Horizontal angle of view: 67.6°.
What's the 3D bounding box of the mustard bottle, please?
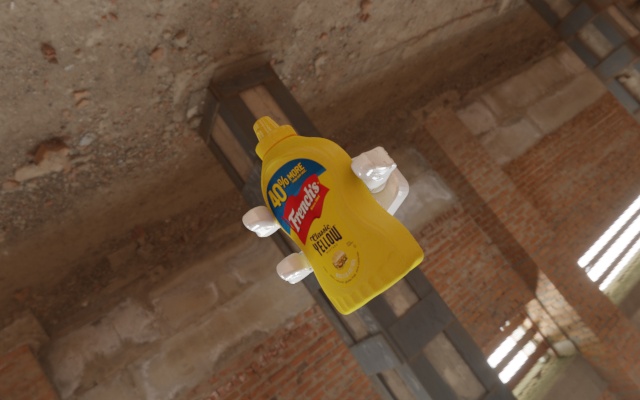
[{"bbox_3d":[0.000,0.002,0.433,0.058,0.191,0.096,-23,-16,-50],"label":"mustard bottle"}]
